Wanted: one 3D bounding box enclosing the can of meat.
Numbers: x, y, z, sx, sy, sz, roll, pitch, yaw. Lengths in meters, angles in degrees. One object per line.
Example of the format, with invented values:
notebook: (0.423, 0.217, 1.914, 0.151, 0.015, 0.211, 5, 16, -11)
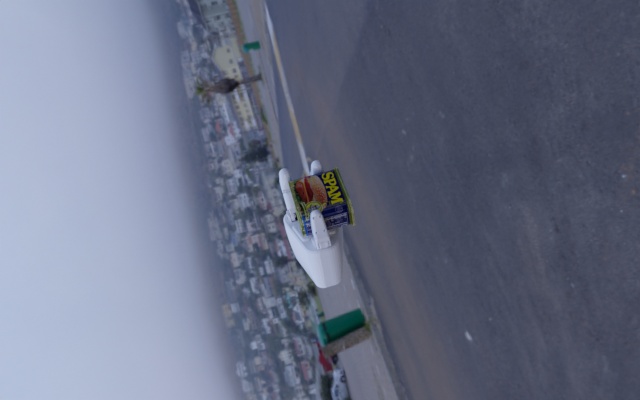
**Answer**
can of meat: (0.000, 0.003, 0.760, 0.084, 0.102, 0.057, -15, -41, -4)
